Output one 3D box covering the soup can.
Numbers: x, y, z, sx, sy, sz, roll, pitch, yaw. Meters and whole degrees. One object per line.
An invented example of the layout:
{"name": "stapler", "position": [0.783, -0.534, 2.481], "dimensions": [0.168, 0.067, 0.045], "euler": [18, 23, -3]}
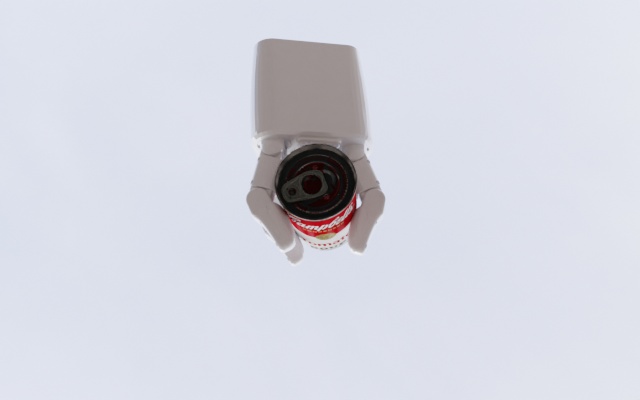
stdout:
{"name": "soup can", "position": [0.000, 0.002, 0.434], "dimensions": [0.068, 0.068, 0.102], "euler": [0, -20, 5]}
